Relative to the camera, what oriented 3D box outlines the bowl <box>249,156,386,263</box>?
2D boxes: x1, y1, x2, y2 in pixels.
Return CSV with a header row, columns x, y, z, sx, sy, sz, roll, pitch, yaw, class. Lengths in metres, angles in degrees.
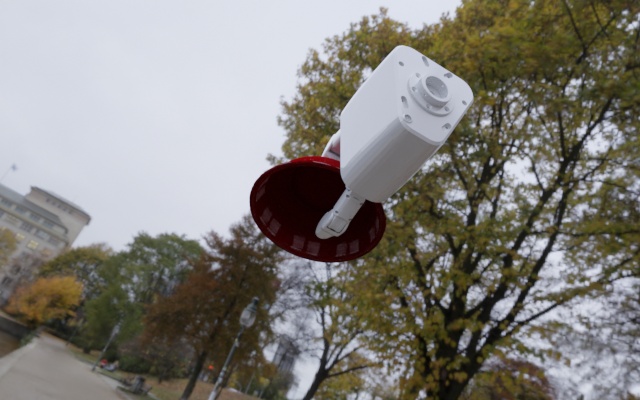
x,y,z,sx,sy,sz,roll,pitch,yaw,class
-0.001,0.002,0.571,0.162,0.162,0.055,0,42,16,bowl
